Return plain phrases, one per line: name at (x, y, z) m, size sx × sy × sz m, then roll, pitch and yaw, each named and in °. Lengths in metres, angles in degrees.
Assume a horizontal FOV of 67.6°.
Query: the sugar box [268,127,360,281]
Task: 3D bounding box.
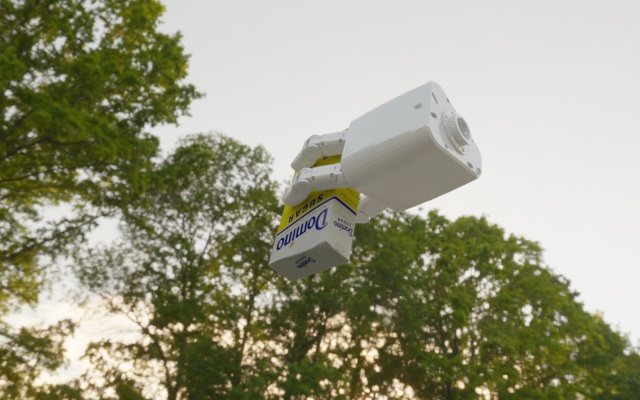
sugar box at (0.000, 0.001, 0.568) m, size 0.093 × 0.176 × 0.048 m, roll -26°, pitch -54°, yaw 38°
